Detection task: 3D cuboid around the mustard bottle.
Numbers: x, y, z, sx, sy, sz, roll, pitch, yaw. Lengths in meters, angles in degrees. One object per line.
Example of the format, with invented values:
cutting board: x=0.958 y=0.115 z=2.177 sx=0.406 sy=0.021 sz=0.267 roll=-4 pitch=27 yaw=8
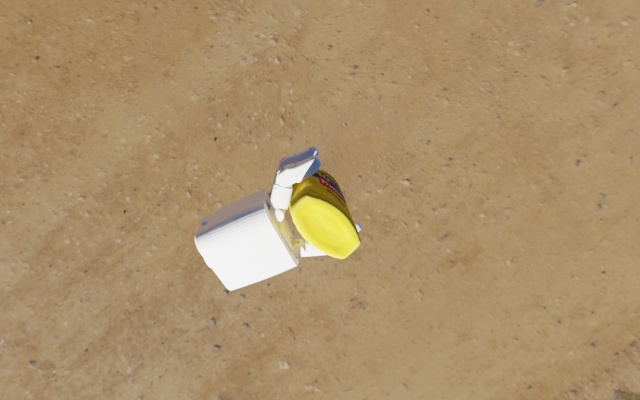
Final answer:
mustard bottle: x=0.000 y=0.002 z=0.653 sx=0.096 sy=0.058 sz=0.191 roll=41 pitch=12 yaw=-16
